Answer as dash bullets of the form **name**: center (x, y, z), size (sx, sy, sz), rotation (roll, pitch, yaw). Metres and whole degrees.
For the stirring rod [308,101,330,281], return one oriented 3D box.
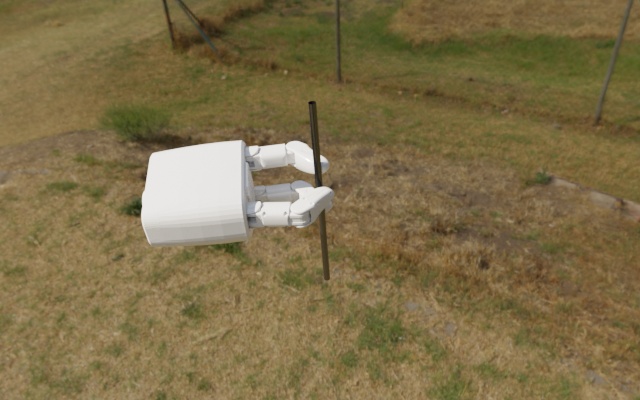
- **stirring rod**: center (0.000, 0.002, 0.536), size (0.011, 0.240, 0.011), rotation (-3, 36, 2)
